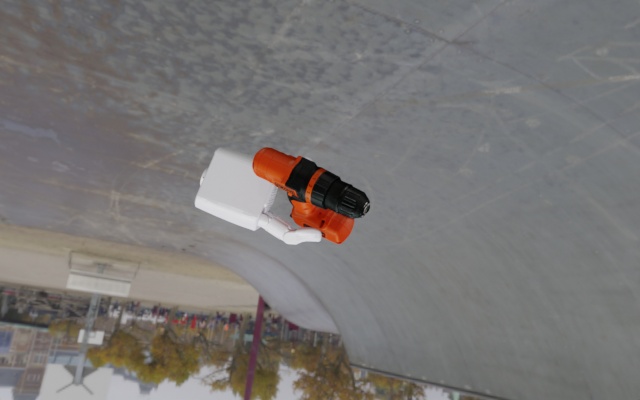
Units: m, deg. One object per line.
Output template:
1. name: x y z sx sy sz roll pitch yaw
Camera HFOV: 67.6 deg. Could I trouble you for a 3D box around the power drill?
1. power drill: 0.000 0.002 0.720 0.184 0.057 0.188 27 -17 23
